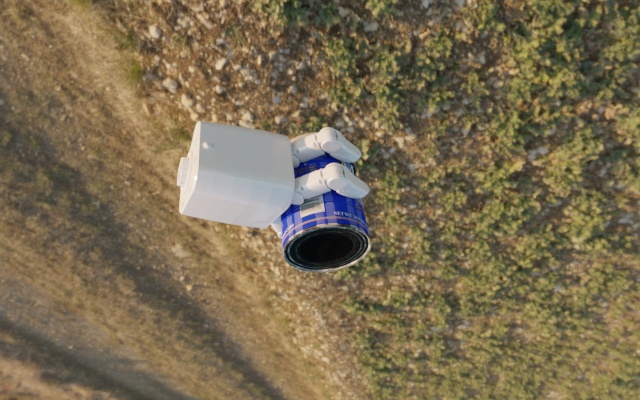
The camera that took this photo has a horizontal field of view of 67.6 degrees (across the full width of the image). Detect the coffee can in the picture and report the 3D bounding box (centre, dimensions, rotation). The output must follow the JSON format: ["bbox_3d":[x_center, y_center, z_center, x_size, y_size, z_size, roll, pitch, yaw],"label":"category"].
[{"bbox_3d":[0.000,0.002,0.586,0.103,0.140,0.103,-5,-36,-4],"label":"coffee can"}]
